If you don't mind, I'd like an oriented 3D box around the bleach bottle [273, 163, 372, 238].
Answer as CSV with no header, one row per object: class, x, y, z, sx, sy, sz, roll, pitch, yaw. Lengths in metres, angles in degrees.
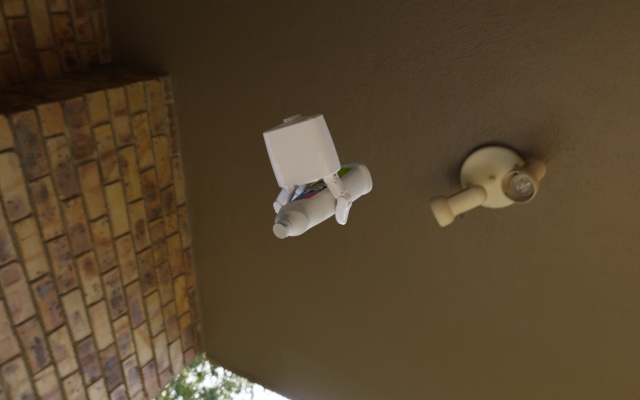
bleach bottle,0.000,0.003,0.900,0.102,0.068,0.250,-9,18,35
